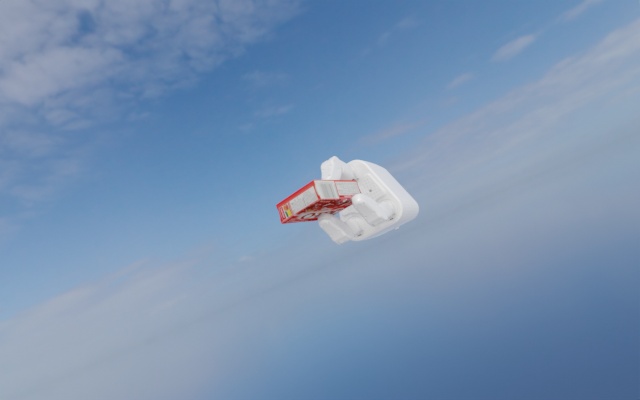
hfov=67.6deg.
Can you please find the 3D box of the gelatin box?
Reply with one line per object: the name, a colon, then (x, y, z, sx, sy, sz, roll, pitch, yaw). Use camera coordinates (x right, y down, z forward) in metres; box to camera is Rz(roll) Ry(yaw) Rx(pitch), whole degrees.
gelatin box: (0.000, 0.002, 0.611, 0.073, 0.030, 0.089, -31, -18, 37)
